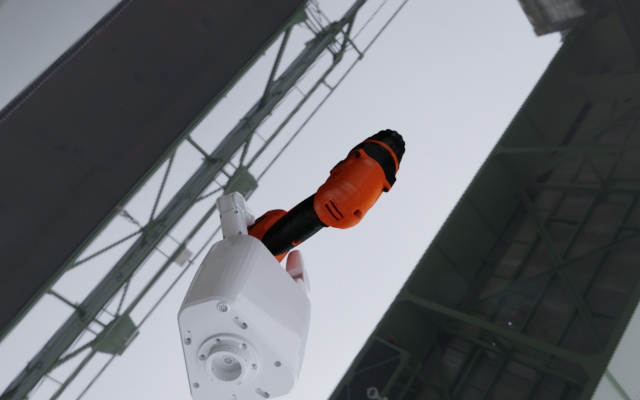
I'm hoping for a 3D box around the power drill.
[{"bbox_3d":[0.000,0.002,0.507,0.188,0.057,0.184,-37,4,34],"label":"power drill"}]
